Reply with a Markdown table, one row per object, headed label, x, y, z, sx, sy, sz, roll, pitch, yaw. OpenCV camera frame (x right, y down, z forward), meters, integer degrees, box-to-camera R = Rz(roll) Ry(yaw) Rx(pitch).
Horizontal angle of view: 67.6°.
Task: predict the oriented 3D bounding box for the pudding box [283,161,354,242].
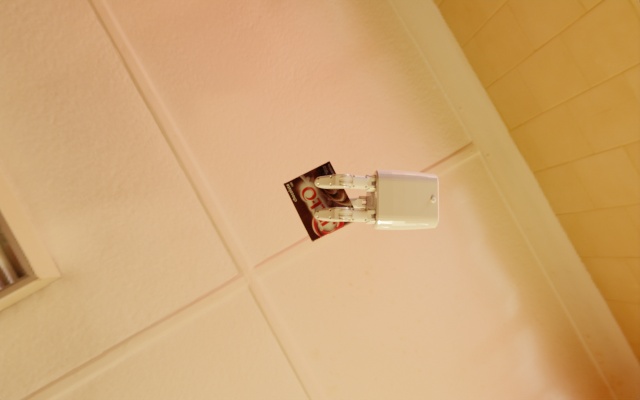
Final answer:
| label | x | y | z | sx | sy | sz | roll | pitch | yaw |
| --- | --- | --- | --- | --- | --- | --- | --- | --- | --- |
| pudding box | 0.000 | 0.003 | 0.820 | 0.090 | 0.113 | 0.039 | -27 | -4 | -6 |
